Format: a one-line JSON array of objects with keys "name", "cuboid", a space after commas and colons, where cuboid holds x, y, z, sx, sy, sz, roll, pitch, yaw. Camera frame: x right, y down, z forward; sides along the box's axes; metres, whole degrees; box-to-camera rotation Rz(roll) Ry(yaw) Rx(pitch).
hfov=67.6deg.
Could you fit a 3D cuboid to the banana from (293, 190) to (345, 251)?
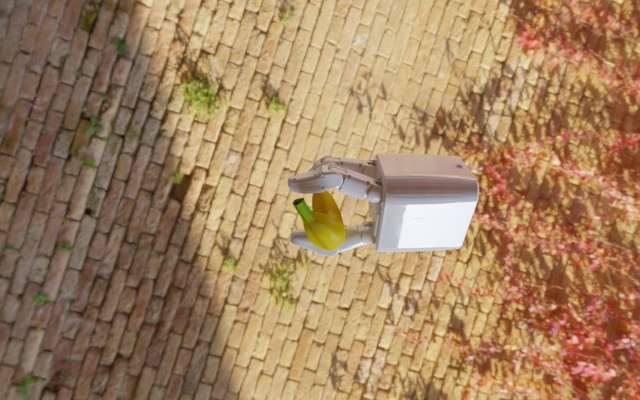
[{"name": "banana", "cuboid": [0.006, 0.020, 0.552, 0.037, 0.069, 0.198, -18, 3, 5]}]
